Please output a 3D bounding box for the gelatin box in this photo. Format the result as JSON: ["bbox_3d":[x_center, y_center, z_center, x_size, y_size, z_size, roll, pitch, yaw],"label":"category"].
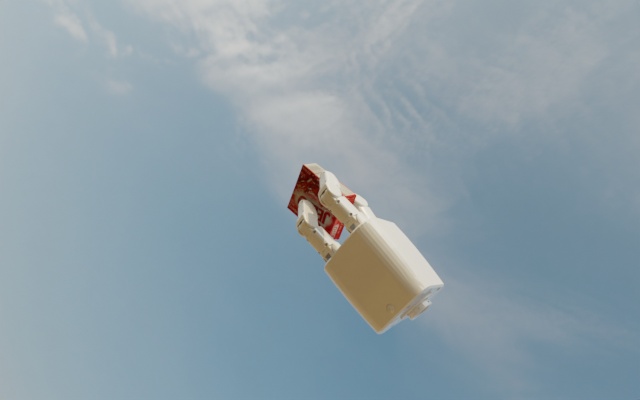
[{"bbox_3d":[0.000,0.002,0.655,0.030,0.073,0.089,-9,40,-46],"label":"gelatin box"}]
